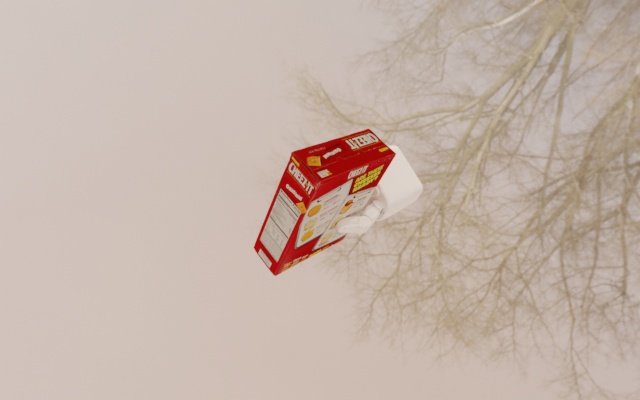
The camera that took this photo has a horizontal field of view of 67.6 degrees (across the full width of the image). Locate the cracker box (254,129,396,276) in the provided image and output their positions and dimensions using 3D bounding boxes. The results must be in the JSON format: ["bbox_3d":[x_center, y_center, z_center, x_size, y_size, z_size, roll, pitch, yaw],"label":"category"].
[{"bbox_3d":[0.000,0.003,0.734,0.164,0.072,0.214,-23,-29,-40],"label":"cracker box"}]
